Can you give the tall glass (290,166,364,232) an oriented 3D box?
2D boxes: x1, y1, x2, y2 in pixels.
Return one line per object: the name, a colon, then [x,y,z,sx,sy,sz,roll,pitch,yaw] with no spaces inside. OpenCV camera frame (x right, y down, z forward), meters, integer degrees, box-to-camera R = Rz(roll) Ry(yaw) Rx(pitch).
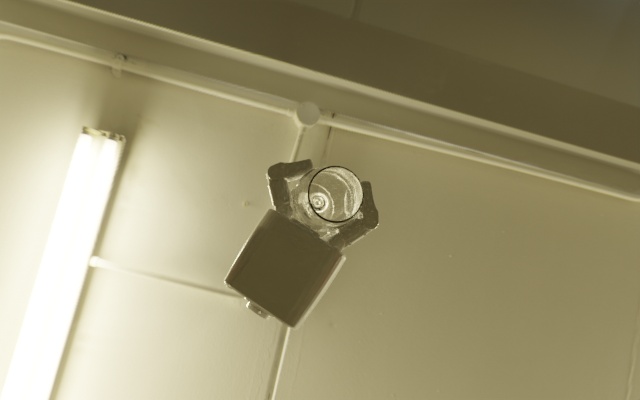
tall glass: [0.000,0.002,0.607,0.079,0.079,0.201,0,-5,-10]
